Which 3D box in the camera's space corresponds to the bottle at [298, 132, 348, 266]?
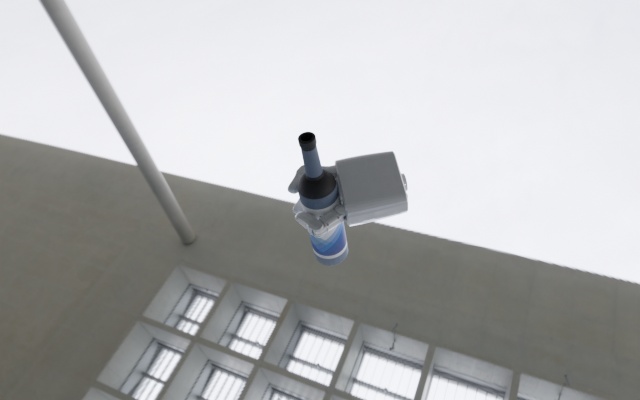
[{"bbox_3d":[0.000,0.003,0.823,0.069,0.069,0.296,0,-41,11],"label":"bottle"}]
